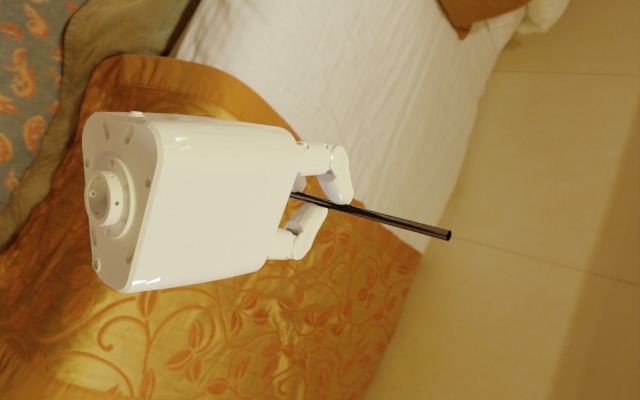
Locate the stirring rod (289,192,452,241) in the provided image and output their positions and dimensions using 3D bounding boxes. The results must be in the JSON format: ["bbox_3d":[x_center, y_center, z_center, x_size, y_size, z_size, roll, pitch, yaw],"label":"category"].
[{"bbox_3d":[0.000,0.001,0.414,0.239,0.011,0.011,15,9,38],"label":"stirring rod"}]
